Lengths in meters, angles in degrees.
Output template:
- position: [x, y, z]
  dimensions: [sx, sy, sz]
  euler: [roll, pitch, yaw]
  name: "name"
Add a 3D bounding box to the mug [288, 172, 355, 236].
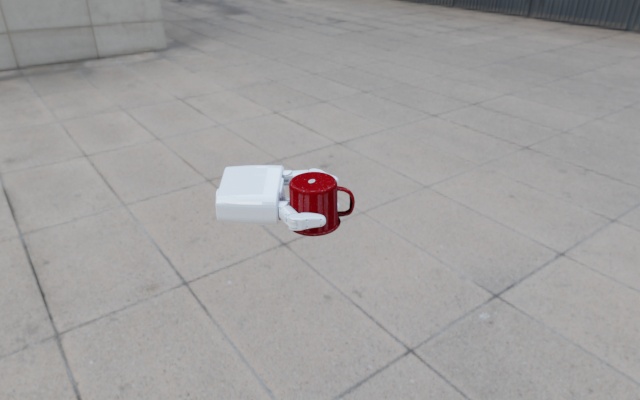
- position: [0.002, 0.003, 0.815]
  dimensions: [0.117, 0.081, 0.093]
  euler: [0, 28, 2]
  name: "mug"
